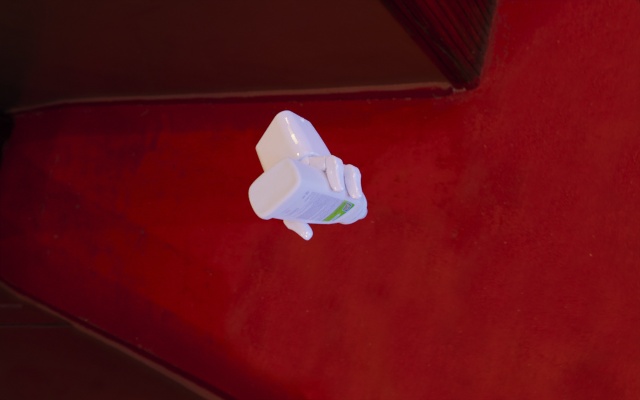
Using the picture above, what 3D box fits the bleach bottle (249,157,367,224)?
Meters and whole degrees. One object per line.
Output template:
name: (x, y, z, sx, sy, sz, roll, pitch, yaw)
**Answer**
bleach bottle: (0.000, 0.003, 0.809, 0.102, 0.068, 0.251, -39, -30, 21)
